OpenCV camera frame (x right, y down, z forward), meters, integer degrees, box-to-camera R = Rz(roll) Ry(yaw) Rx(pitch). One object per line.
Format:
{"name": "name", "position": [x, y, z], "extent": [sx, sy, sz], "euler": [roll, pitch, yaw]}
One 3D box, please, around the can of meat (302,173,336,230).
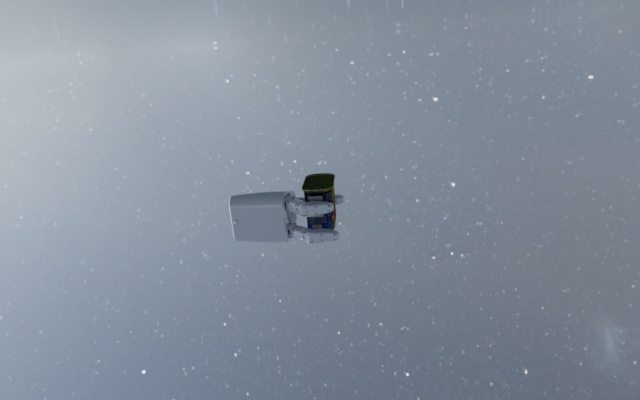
{"name": "can of meat", "position": [0.000, 0.003, 0.898], "extent": [0.057, 0.084, 0.102], "euler": [-3, 19, 5]}
